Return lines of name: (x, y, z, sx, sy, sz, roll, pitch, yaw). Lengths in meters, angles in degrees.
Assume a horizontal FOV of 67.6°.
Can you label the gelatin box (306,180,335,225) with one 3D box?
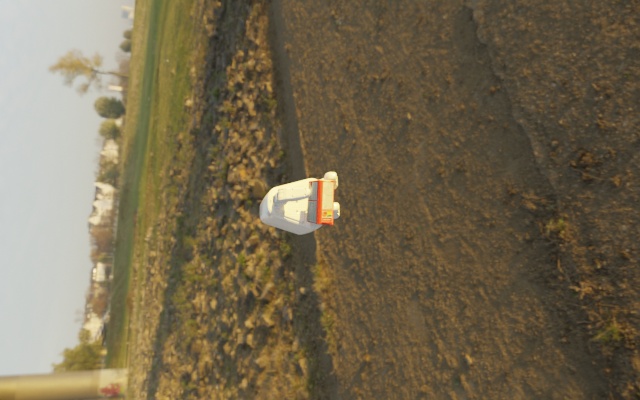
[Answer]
gelatin box: (0.000, 0.003, 0.813, 0.030, 0.073, 0.089, 2, 0, -13)
